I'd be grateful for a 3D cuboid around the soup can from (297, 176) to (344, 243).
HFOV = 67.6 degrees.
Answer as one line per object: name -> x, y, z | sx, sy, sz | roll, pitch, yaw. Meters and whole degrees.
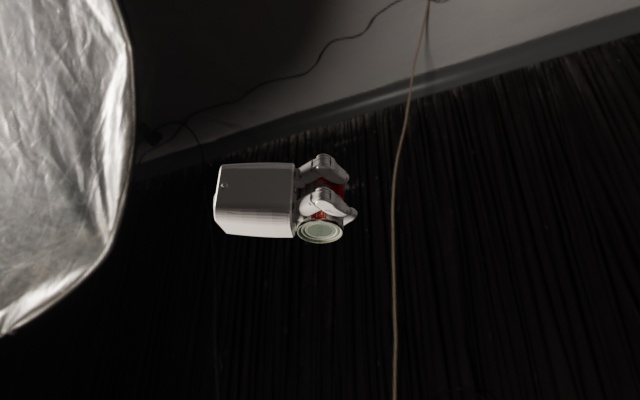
soup can -> 0.001, 0.003, 0.695 | 0.068, 0.102, 0.068 | 1, -32, 1
